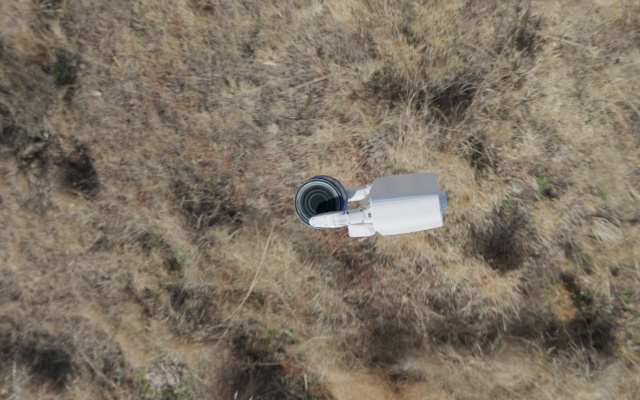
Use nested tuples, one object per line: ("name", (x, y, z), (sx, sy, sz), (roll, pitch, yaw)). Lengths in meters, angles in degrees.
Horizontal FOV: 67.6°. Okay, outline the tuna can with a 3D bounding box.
("tuna can", (0.000, 0.003, 0.785), (0.086, 0.086, 0.033), (0, 11, 16))
